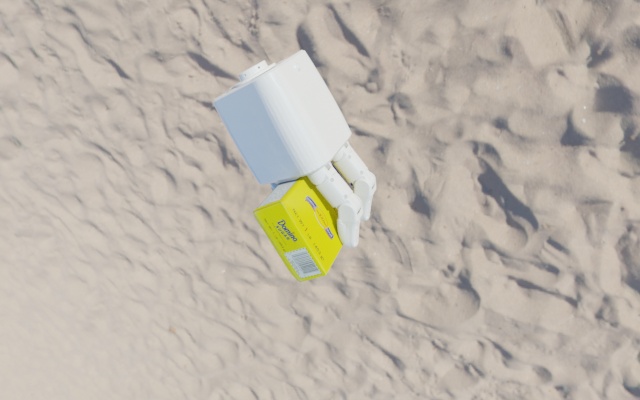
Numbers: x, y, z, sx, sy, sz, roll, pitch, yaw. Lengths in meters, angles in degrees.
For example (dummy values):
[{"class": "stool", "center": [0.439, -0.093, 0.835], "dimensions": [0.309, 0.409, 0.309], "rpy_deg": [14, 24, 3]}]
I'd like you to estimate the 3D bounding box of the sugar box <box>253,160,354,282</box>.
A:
[{"class": "sugar box", "center": [0.000, 0.002, 0.544], "dimensions": [0.048, 0.093, 0.176], "rpy_deg": [-18, 21, 33]}]
